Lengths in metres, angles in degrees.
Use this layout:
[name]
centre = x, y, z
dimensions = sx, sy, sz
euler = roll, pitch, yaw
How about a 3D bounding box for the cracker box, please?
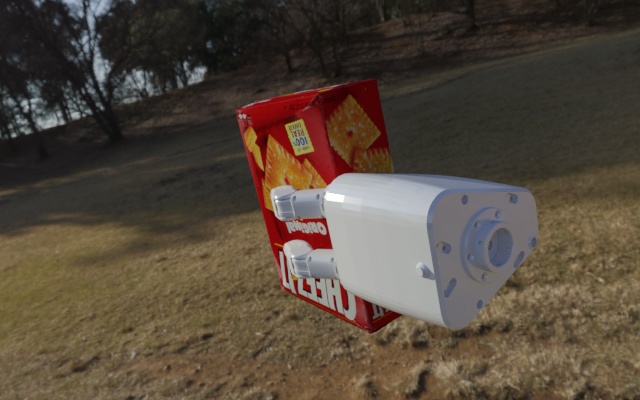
[cracker box]
centre = 0.000, 0.001, 0.468
dimensions = 0.072, 0.214, 0.164
euler = -21, 17, -30
